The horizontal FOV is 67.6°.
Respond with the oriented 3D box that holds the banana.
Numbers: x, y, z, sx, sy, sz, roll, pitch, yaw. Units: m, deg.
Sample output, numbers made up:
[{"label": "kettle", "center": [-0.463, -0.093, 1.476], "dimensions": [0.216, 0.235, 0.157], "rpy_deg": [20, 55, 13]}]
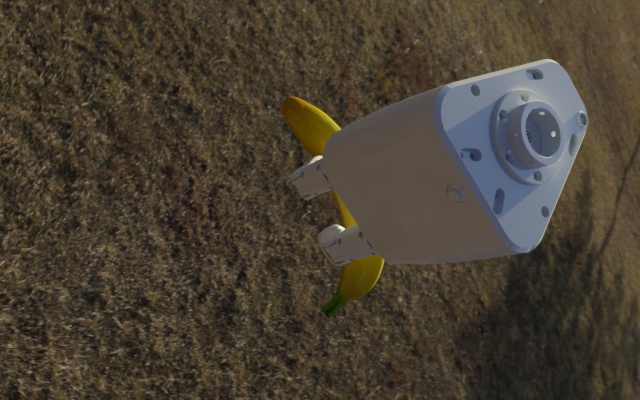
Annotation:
[{"label": "banana", "center": [0.018, 0.001, 0.420], "dimensions": [0.069, 0.198, 0.037], "rpy_deg": [-12, 1, -15]}]
